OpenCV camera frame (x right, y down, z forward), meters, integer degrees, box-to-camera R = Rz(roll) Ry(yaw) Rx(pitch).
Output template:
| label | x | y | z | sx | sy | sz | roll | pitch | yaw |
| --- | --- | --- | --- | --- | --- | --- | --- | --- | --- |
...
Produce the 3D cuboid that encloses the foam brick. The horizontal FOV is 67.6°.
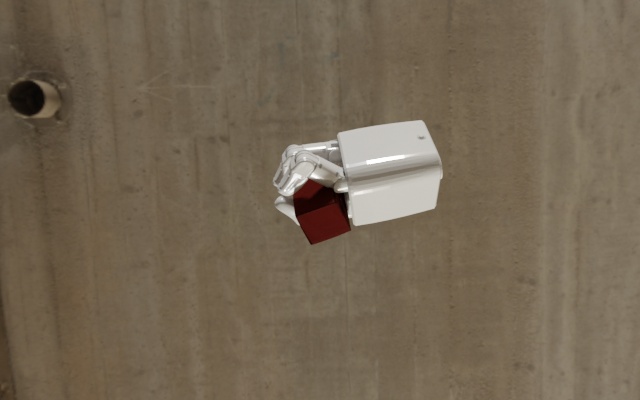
| label | x | y | z | sx | sy | sz | roll | pitch | yaw |
| --- | --- | --- | --- | --- | --- | --- | --- | --- | --- |
| foam brick | 0.000 | 0.002 | 0.566 | 0.051 | 0.078 | 0.053 | -18 | -48 | 10 |
